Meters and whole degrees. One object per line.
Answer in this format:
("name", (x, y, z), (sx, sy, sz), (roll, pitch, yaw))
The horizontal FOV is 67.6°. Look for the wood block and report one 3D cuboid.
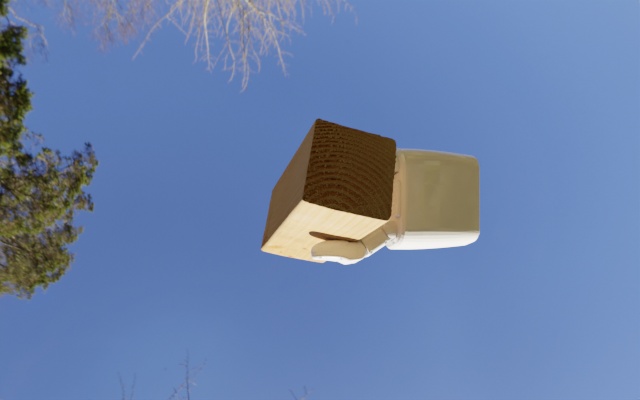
("wood block", (0.000, 0.002, 0.549), (0.090, 0.090, 0.206), (13, -22, -13))
